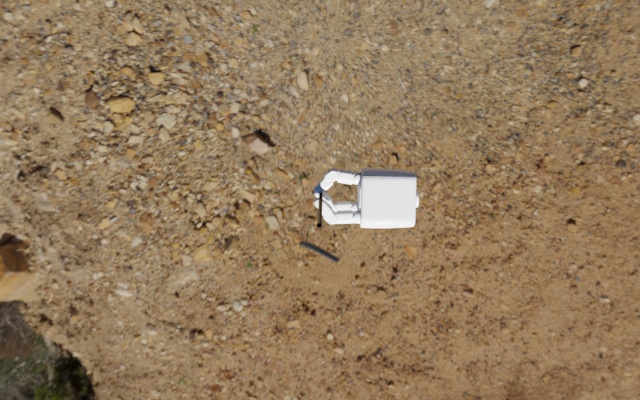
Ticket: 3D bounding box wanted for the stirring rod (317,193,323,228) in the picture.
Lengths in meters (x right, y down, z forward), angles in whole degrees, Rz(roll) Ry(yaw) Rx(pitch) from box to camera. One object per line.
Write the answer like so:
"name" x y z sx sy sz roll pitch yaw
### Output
"stirring rod" 0.000 0.003 0.897 0.011 0.011 0.239 0 18 1
